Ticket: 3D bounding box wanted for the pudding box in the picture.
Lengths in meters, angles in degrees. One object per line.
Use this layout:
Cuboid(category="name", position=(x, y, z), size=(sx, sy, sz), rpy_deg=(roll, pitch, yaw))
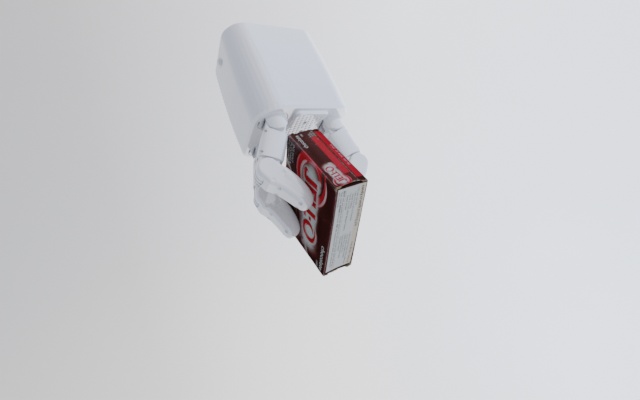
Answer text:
Cuboid(category="pudding box", position=(0.000, 0.001, 0.461), size=(0.039, 0.114, 0.090), rpy_deg=(-17, 46, -23))
